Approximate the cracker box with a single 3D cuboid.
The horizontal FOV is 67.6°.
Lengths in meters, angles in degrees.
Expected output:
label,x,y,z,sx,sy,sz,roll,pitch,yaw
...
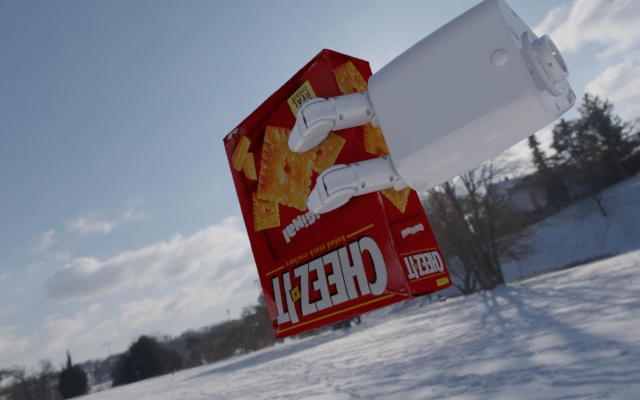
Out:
label,x,y,z,sx,sy,sz,roll,pitch,yaw
cracker box,0.000,0.001,0.437,0.072,0.213,0.164,-1,-21,-47
